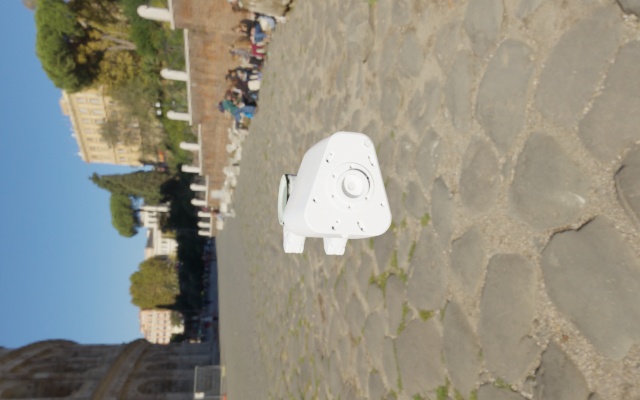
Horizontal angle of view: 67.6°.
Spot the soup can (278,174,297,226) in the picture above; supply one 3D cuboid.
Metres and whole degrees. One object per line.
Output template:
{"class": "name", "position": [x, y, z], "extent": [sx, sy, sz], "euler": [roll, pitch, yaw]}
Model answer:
{"class": "soup can", "position": [0.000, 0.002, 0.622], "extent": [0.102, 0.068, 0.068], "euler": [4, -1, -13]}
